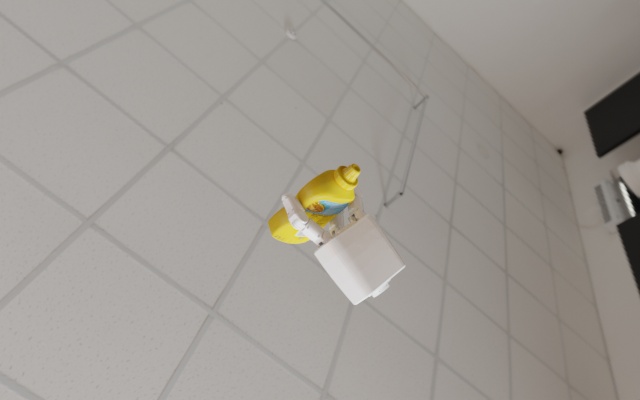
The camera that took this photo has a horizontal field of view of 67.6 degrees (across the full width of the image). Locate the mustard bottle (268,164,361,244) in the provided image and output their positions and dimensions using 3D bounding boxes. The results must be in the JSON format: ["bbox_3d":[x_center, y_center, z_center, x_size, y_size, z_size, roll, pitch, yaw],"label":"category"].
[{"bbox_3d":[0.000,0.002,0.794,0.096,0.058,0.192,7,-37,-41],"label":"mustard bottle"}]
